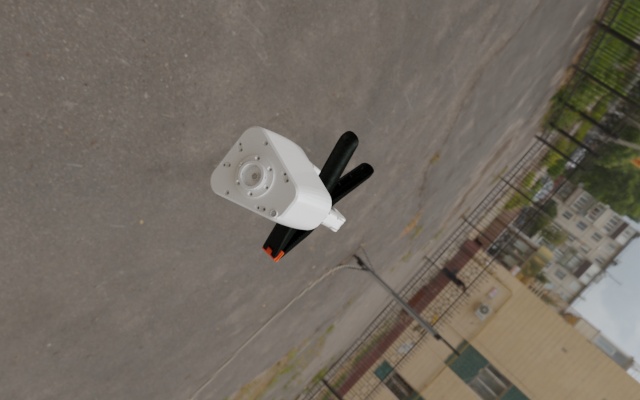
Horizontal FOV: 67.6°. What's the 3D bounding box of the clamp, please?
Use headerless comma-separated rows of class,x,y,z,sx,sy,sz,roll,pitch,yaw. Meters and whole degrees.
clamp,0.000,0.003,0.692,0.036,0.210,0.164,43,8,19
